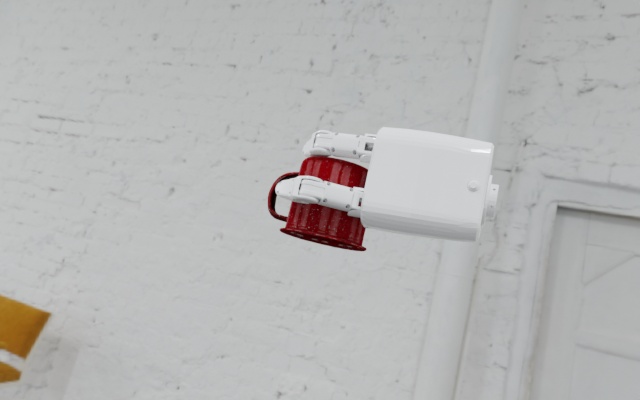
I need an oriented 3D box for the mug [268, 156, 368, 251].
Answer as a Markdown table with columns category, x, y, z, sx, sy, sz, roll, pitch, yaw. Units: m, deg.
| category | x | y | z | sx | sy | sz | roll | pitch | yaw |
| --- | --- | --- | --- | --- | --- | --- | --- | --- | --- |
| mug | -0.001 | 0.001 | 0.509 | 0.117 | 0.081 | 0.093 | 10 | -10 | 19 |
